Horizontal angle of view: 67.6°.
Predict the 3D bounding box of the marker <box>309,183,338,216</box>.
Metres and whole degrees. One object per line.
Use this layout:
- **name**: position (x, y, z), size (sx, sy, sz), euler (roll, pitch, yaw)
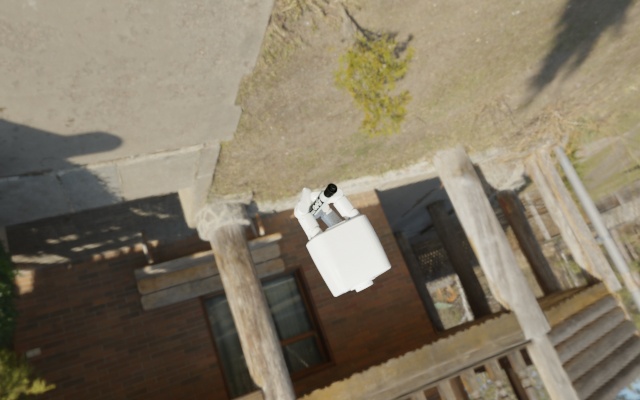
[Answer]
- **marker**: position (0.000, 0.003, 0.822), size (0.020, 0.020, 0.121), euler (0, -25, -24)
